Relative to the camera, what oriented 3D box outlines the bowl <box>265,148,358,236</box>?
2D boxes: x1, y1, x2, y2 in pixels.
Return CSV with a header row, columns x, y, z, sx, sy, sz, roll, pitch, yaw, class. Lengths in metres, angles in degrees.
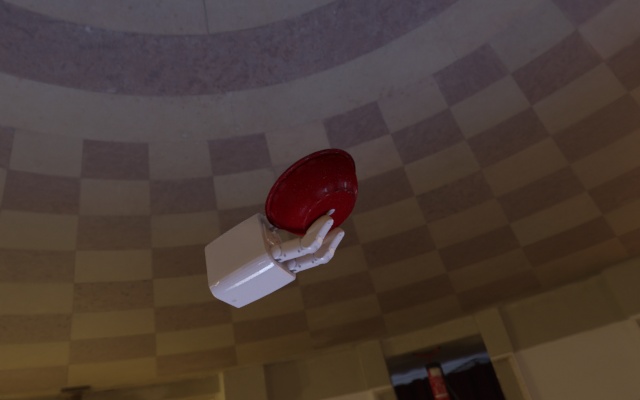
x,y,z,sx,sy,sz,roll,pitch,yaw,class
0.001,0.002,0.715,0.162,0.162,0.055,0,41,-44,bowl
